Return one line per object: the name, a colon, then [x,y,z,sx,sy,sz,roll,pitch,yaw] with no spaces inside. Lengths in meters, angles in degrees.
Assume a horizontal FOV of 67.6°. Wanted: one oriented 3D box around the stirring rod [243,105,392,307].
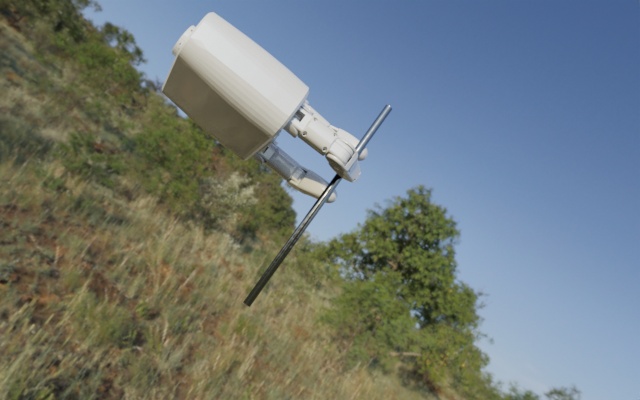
stirring rod: [0.000,0.002,0.467,0.011,0.239,0.011,35,-9,6]
